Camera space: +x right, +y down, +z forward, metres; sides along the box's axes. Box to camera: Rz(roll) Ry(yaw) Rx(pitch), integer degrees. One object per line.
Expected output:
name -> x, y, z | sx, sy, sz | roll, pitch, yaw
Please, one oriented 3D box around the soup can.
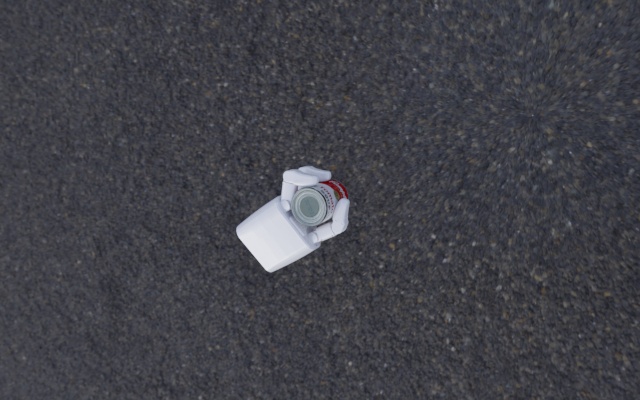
soup can -> 0.000, 0.003, 0.826 | 0.068, 0.068, 0.102 | 0, 9, 24
